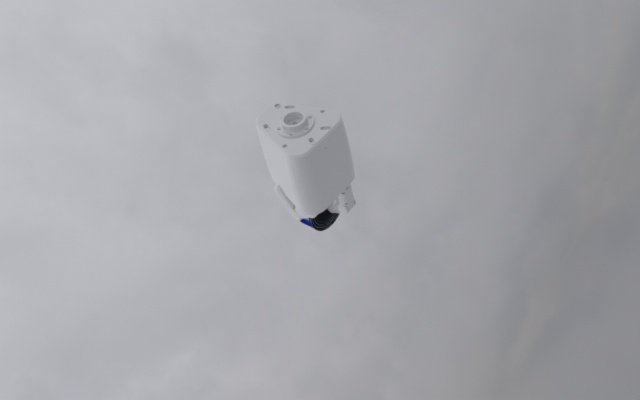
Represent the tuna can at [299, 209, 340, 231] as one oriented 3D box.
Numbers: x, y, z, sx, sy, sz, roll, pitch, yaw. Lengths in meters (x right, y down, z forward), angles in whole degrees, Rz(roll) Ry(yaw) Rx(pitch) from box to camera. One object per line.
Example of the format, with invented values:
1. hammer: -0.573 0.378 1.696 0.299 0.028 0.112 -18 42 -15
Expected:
1. tuna can: 0.000 0.002 0.746 0.033 0.086 0.086 23 13 32
